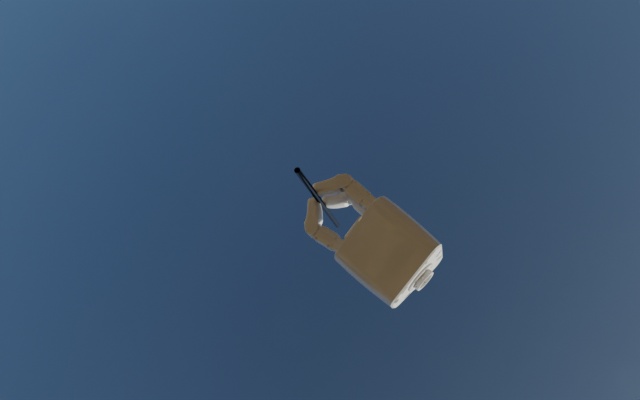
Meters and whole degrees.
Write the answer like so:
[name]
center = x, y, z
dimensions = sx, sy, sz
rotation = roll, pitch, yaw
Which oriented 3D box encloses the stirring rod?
[stirring rod]
center = 0.000, 0.002, 0.711
dimensions = 0.011, 0.011, 0.240
rotation = 0, -20, 15
